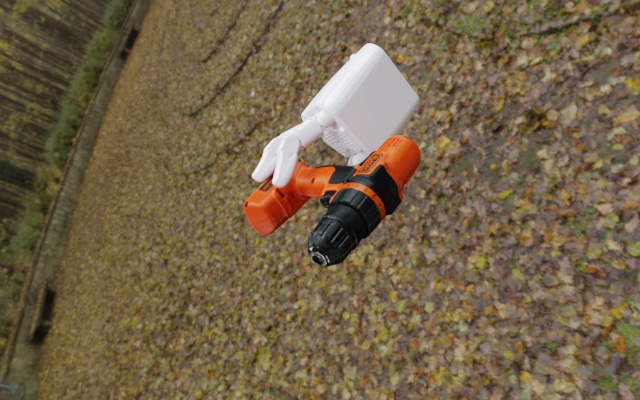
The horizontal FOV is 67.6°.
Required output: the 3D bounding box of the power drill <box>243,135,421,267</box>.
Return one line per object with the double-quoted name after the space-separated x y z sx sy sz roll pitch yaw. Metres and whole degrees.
0.000 0.002 0.529 0.187 0.057 0.184 -3 34 45 "power drill"
